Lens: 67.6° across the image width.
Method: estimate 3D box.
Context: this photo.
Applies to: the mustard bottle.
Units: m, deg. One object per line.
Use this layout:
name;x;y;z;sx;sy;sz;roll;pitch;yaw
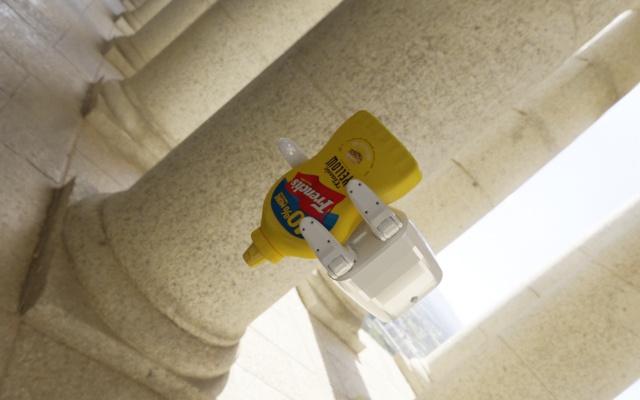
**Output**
mustard bottle;0.000;0.001;0.479;0.191;0.096;0.058;-40;-28;4
